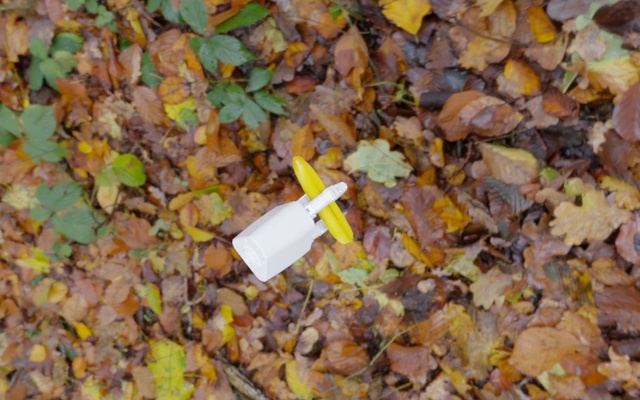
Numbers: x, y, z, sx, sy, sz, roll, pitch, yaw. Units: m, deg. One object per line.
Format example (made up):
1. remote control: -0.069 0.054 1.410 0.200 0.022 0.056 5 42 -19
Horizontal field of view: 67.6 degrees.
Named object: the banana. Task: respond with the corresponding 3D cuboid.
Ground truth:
1. banana: 0.006 0.009 0.860 0.037 0.198 0.069 -34 16 -6
